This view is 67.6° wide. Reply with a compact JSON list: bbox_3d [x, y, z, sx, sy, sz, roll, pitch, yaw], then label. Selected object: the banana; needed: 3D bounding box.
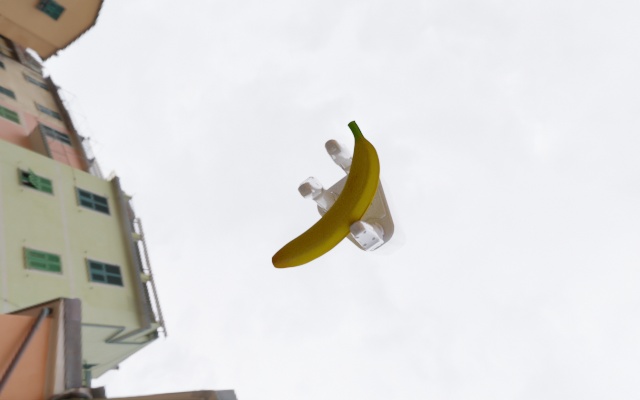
[{"bbox_3d":[0.017,0.008,0.563,0.069,0.198,0.037,31,3,15],"label":"banana"}]
